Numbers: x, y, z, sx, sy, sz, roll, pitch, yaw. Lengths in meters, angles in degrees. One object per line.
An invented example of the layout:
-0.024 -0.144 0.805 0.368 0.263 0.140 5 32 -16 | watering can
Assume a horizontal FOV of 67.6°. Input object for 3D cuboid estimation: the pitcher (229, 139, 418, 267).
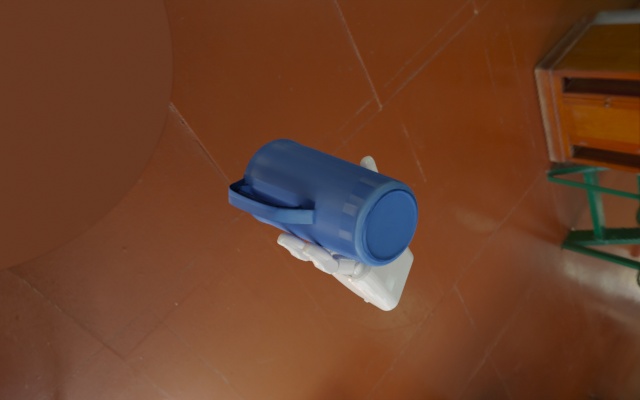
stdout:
0.000 0.002 0.643 0.242 0.149 0.145 22 -22 48 | pitcher
